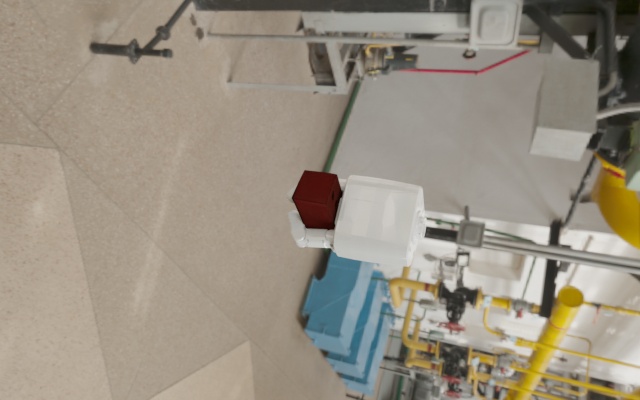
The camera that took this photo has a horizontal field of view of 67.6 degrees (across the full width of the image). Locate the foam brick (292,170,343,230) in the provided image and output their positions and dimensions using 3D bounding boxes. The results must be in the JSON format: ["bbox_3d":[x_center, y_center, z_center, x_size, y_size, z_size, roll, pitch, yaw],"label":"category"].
[{"bbox_3d":[0.000,0.002,0.676,0.051,0.053,0.078,9,-32,21],"label":"foam brick"}]
